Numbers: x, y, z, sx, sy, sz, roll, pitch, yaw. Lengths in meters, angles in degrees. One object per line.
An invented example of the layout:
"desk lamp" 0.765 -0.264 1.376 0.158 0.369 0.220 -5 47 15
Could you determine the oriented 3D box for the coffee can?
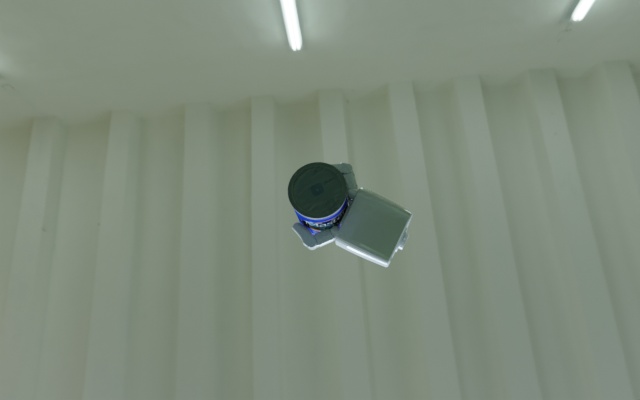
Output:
"coffee can" 0.000 0.003 0.880 0.103 0.102 0.140 0 -18 5
